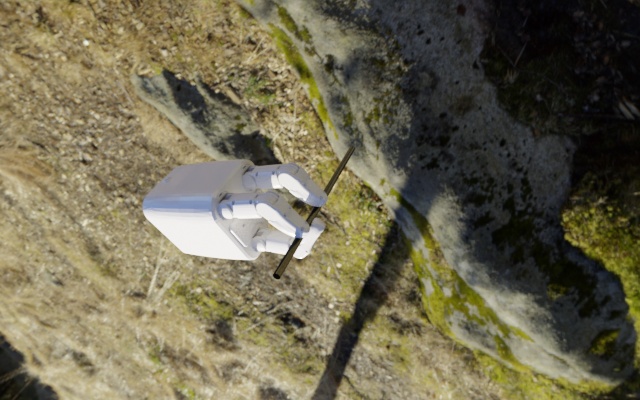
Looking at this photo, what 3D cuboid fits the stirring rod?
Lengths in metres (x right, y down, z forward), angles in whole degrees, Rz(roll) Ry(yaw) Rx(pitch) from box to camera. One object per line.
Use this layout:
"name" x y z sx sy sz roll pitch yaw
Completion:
"stirring rod" 0.000 0.002 0.543 0.011 0.011 0.239 0 36 26
